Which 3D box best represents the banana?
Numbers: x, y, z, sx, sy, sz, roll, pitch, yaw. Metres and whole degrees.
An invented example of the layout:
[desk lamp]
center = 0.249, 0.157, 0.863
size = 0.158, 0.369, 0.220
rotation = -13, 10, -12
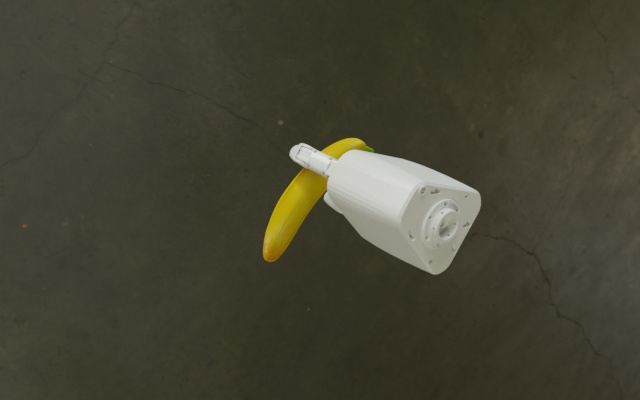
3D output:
[banana]
center = -0.005, -0.012, 0.566
size = 0.037, 0.197, 0.070
rotation = 30, -20, 44
